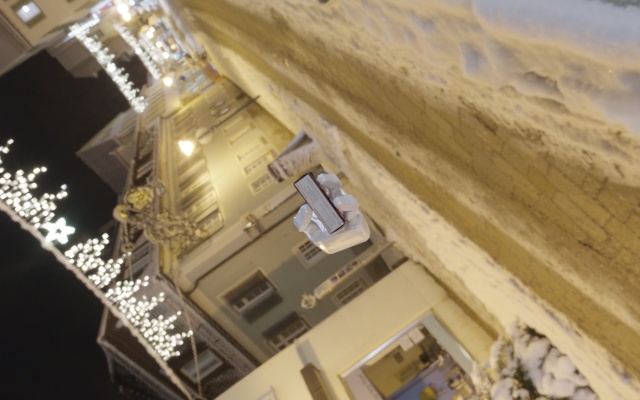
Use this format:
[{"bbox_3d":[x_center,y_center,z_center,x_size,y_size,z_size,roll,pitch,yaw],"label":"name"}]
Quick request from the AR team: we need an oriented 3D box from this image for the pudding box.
[{"bbox_3d":[0.000,0.003,0.855,0.039,0.113,0.090,-38,1,3],"label":"pudding box"}]
